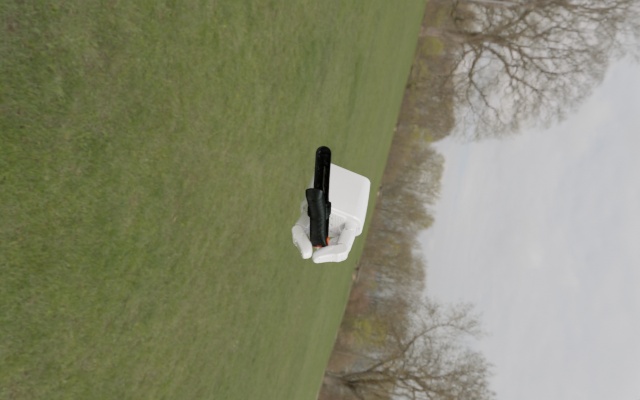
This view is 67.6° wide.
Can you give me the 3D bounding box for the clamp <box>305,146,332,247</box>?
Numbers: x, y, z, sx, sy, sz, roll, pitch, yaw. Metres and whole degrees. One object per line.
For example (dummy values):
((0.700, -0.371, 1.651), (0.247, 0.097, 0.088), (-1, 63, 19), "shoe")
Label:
((0.001, 0.003, 0.757), (0.039, 0.120, 0.172), (11, -40, 9), "clamp")
